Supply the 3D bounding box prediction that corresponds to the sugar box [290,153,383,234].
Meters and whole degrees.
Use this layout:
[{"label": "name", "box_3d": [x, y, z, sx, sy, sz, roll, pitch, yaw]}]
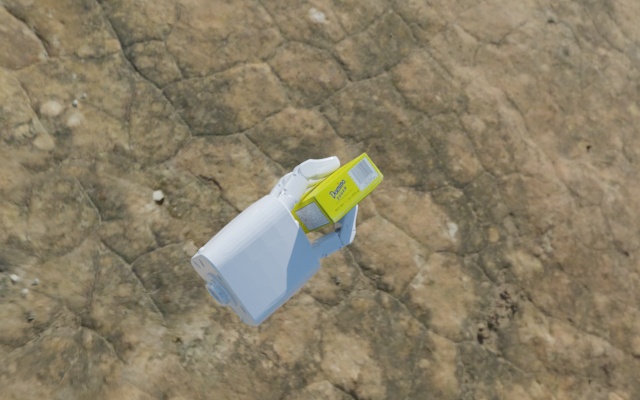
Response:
[{"label": "sugar box", "box_3d": [0.000, 0.002, 0.625, 0.093, 0.048, 0.176, -40, 8, -27]}]
